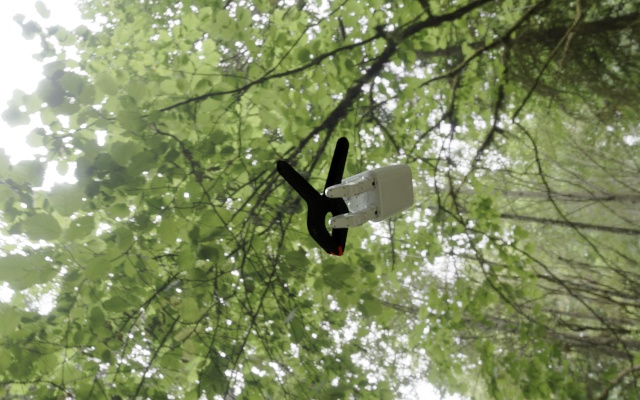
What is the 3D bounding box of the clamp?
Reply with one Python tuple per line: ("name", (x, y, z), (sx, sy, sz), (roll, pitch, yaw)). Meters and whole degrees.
("clamp", (0.000, 0.003, 0.839), (0.164, 0.210, 0.036), (-17, 15, -40))
